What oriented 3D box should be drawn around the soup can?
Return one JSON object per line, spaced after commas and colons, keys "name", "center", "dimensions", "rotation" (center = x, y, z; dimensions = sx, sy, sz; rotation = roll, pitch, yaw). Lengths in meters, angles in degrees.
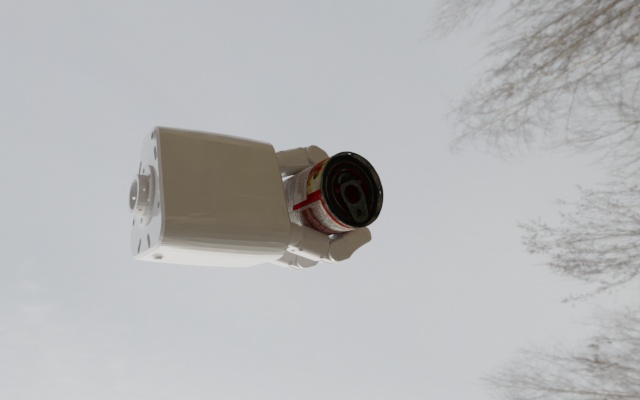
{"name": "soup can", "center": [0.000, 0.001, 0.449], "dimensions": [0.068, 0.068, 0.102], "rotation": [0, -13, -36]}
